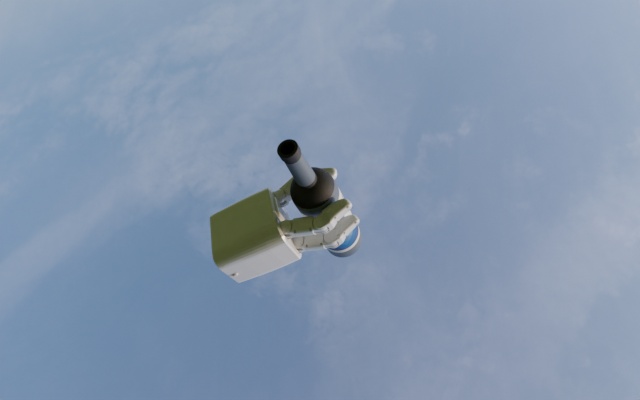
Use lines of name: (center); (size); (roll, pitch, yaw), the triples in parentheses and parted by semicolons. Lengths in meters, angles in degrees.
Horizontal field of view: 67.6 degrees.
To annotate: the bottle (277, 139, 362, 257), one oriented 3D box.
bottle: (0.000, 0.002, 0.706); (0.069, 0.069, 0.296); (0, -27, 18)
